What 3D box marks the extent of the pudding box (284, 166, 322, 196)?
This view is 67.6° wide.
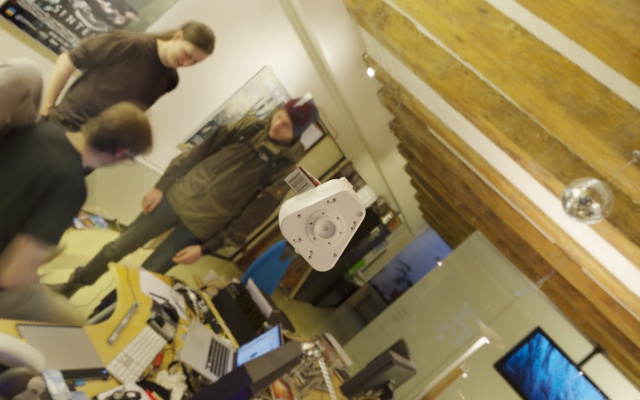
[{"bbox_3d":[0.000,0.002,0.781,0.039,0.113,0.090,-41,-19,5],"label":"pudding box"}]
